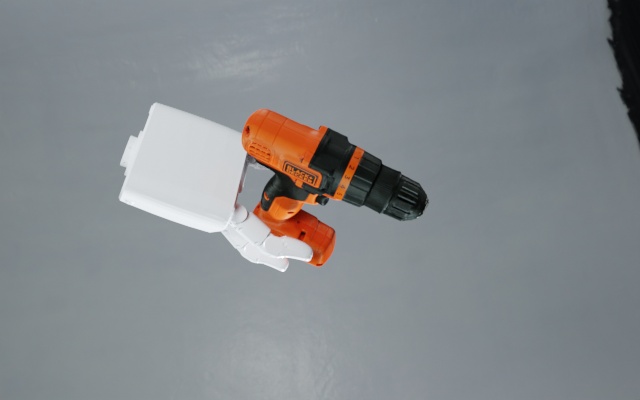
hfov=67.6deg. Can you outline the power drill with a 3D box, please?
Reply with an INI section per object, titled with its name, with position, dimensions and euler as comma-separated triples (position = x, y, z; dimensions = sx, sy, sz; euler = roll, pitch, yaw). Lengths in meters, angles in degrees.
[power drill]
position = 0.000, 0.002, 0.503
dimensions = 0.184, 0.057, 0.188
euler = 27, -34, 2
